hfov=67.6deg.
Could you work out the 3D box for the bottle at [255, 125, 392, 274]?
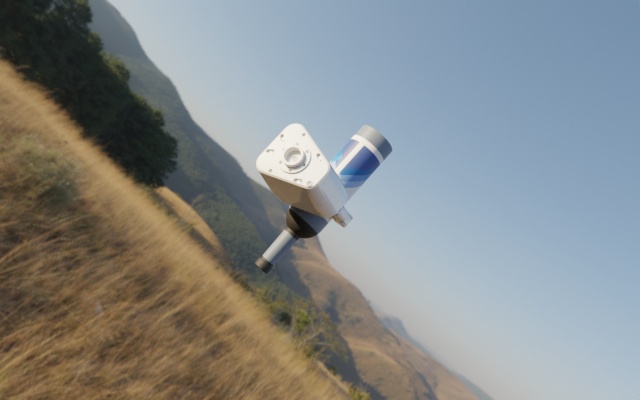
[{"bbox_3d":[0.000,0.002,0.797,0.069,0.295,0.069,41,-8,7],"label":"bottle"}]
